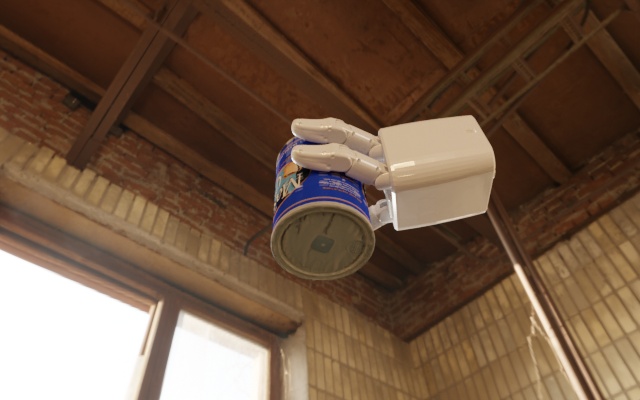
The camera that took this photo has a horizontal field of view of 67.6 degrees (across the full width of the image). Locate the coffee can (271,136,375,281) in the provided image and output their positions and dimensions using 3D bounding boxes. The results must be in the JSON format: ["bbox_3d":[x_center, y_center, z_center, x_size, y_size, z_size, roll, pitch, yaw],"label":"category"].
[{"bbox_3d":[0.000,0.002,0.523,0.103,0.103,0.140,0,38,-3],"label":"coffee can"}]
